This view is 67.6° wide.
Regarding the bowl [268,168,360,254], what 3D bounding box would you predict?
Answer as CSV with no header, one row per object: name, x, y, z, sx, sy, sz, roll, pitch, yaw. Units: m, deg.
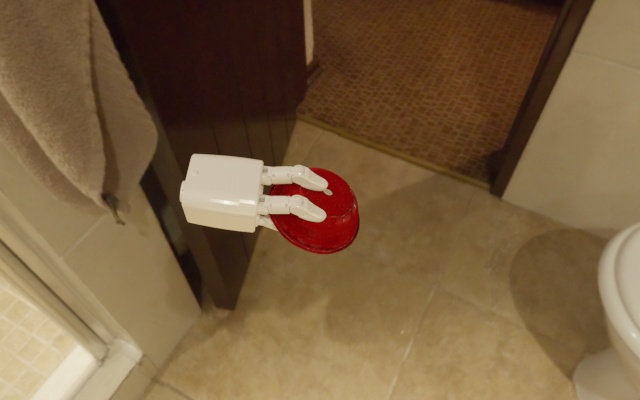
bowl,0.001,0.002,0.761,0.162,0.162,0.055,0,-33,-27
